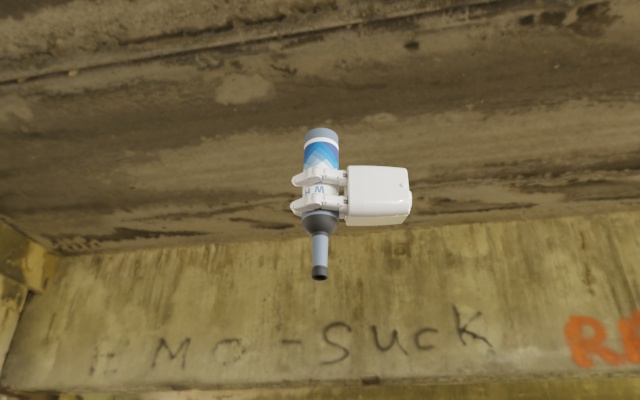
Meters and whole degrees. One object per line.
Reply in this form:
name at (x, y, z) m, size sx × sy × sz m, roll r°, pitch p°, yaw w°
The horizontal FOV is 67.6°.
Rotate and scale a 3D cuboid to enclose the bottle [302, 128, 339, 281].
bottle at (0.000, 0.003, 0.866) m, size 0.069 × 0.295 × 0.069 m, roll 0°, pitch -31°, yaw 0°
